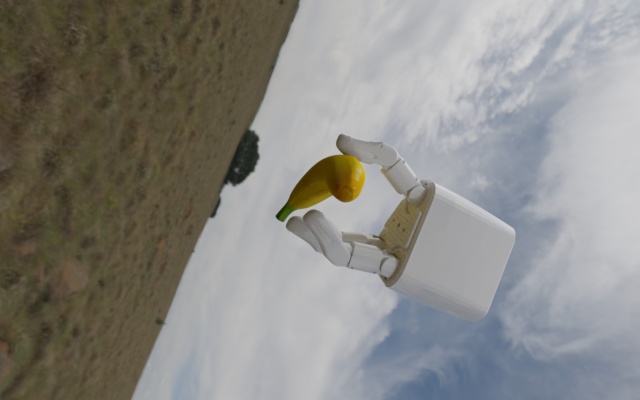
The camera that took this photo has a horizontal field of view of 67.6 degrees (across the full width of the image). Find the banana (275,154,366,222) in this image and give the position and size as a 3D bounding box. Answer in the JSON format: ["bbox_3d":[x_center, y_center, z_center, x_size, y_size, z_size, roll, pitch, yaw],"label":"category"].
[{"bbox_3d":[0.007,-0.014,0.473,0.037,0.069,0.198,30,-17,-12],"label":"banana"}]
